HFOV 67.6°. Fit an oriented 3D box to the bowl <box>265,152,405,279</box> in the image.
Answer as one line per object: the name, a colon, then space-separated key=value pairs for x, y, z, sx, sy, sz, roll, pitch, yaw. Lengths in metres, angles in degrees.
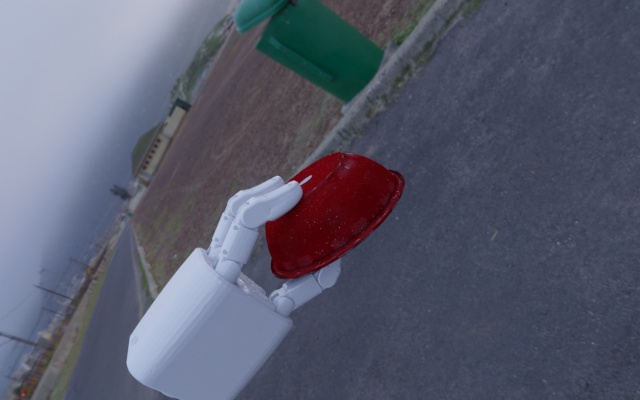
bowl: x=0.001 y=0.000 z=0.471 sx=0.162 sy=0.055 sz=0.162 roll=-34 pitch=17 yaw=12
